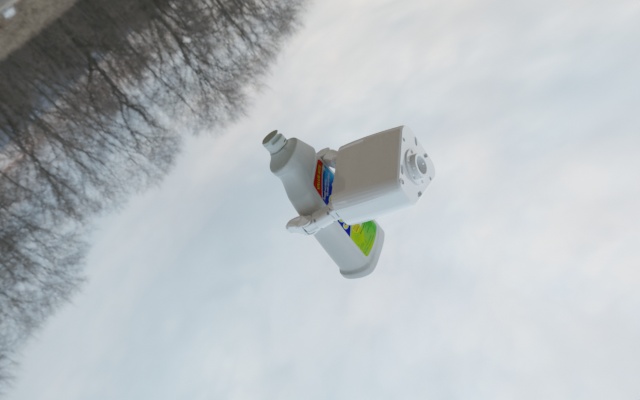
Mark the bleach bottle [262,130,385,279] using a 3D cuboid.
[{"bbox_3d":[0.000,0.002,0.711,0.068,0.102,0.251,-17,-55,39],"label":"bleach bottle"}]
